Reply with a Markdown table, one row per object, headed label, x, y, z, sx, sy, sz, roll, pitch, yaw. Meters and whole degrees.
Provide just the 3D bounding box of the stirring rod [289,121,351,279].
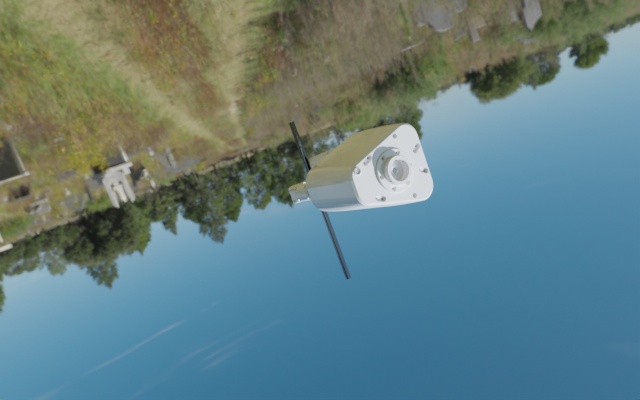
| label | x | y | z | sx | sy | sz | roll | pitch | yaw |
| --- | --- | --- | --- | --- | --- | --- | --- | --- | --- |
| stirring rod | 0.000 | 0.002 | 0.683 | 0.011 | 0.239 | 0.011 | -20 | 8 | 3 |
